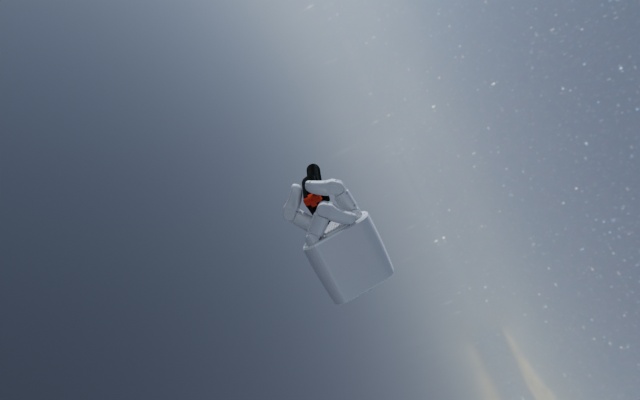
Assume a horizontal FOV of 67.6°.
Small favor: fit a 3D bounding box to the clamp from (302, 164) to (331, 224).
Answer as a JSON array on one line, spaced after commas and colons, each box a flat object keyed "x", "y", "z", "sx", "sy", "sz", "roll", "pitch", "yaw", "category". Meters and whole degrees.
[{"x": 0.001, "y": 0.002, "z": 0.826, "sx": 0.039, "sy": 0.120, "sz": 0.171, "roll": -26, "pitch": 9, "yaw": 11, "category": "clamp"}]
